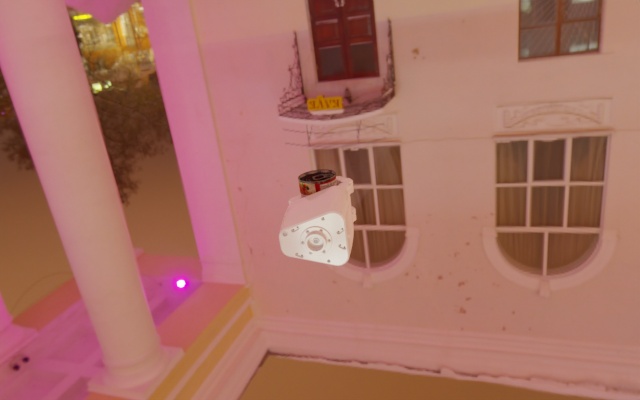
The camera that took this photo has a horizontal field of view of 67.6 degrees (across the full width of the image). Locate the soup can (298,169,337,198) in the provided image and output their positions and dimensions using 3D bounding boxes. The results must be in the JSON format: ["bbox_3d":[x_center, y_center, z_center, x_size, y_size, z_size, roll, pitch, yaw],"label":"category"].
[{"bbox_3d":[0.000,0.003,0.856,0.068,0.102,0.068,-7,20,3],"label":"soup can"}]
